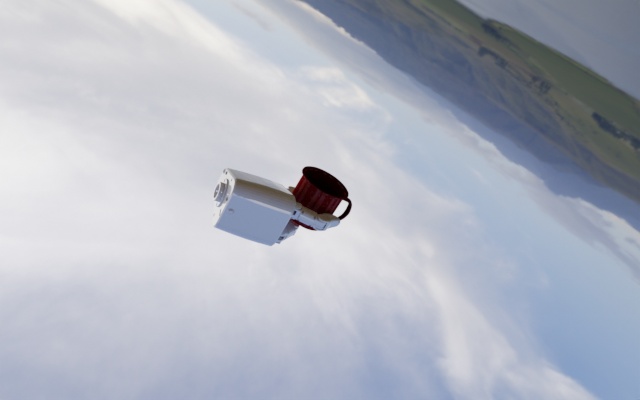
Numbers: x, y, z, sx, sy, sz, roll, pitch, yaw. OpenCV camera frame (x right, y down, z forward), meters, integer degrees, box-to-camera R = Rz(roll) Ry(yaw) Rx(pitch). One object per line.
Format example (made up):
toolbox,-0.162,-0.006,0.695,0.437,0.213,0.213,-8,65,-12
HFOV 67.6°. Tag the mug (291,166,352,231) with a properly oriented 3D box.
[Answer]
mug,0.001,0.003,0.848,0.117,0.081,0.093,21,26,-24
